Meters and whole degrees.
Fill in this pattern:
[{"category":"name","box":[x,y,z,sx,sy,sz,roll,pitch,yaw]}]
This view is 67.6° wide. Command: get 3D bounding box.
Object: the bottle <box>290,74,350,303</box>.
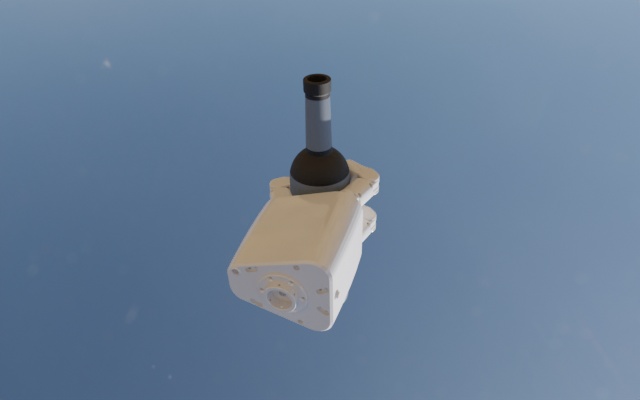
[{"category":"bottle","box":[0.000,0.002,0.545,0.069,0.296,0.069,-1,36,1]}]
